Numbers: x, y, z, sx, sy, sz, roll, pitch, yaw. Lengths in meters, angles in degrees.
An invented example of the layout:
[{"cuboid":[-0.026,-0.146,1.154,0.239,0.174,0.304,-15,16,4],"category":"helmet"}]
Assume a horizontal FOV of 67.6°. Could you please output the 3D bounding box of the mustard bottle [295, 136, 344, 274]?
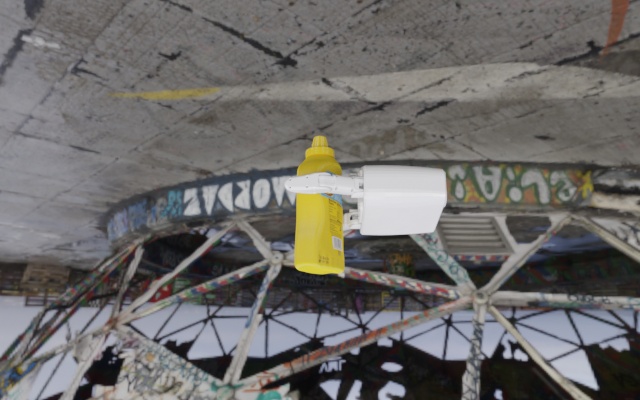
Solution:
[{"cuboid":[0.000,0.002,0.661,0.058,0.191,0.096,-6,-16,24],"category":"mustard bottle"}]
